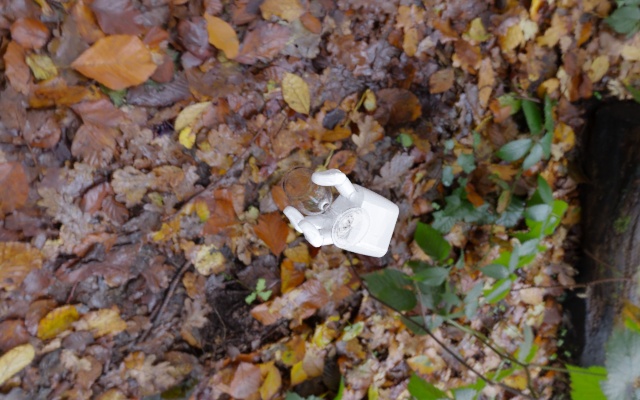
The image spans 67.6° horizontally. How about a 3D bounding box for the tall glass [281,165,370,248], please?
[{"bbox_3d":[0.000,0.003,0.836,0.079,0.079,0.201,0,25,-33],"label":"tall glass"}]
